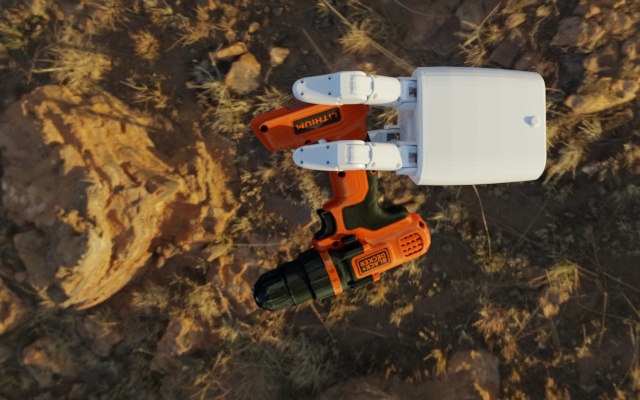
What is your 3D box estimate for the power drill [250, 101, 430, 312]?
[{"bbox_3d":[0.000,0.001,0.452,0.184,0.188,0.057,-22,20,-9],"label":"power drill"}]
